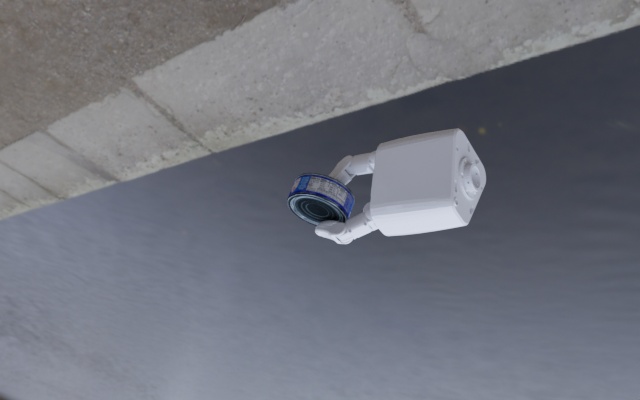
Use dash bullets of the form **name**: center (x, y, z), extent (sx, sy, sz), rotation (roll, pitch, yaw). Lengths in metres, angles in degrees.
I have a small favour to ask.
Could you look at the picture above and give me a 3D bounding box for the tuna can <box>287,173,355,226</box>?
- **tuna can**: center (0.000, 0.003, 0.632), extent (0.086, 0.033, 0.086), rotation (16, -28, 9)
